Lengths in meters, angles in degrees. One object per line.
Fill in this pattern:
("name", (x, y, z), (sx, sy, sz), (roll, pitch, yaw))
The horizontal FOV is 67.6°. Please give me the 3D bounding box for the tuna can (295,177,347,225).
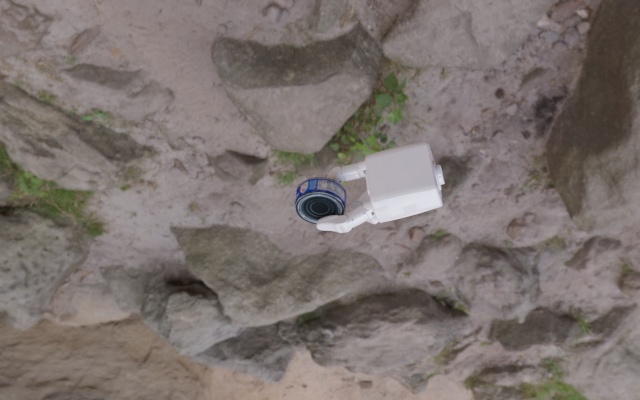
("tuna can", (0.000, 0.003, 0.793), (0.086, 0.033, 0.086), (3, -41, 3))
